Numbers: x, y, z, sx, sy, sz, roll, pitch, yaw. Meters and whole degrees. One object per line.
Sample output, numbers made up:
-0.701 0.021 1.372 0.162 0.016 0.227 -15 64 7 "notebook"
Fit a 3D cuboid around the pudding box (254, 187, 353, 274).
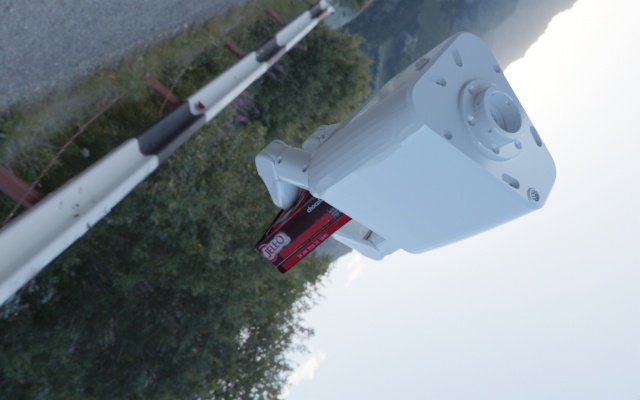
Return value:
0.000 0.001 0.413 0.090 0.039 0.113 -40 8 28 "pudding box"
